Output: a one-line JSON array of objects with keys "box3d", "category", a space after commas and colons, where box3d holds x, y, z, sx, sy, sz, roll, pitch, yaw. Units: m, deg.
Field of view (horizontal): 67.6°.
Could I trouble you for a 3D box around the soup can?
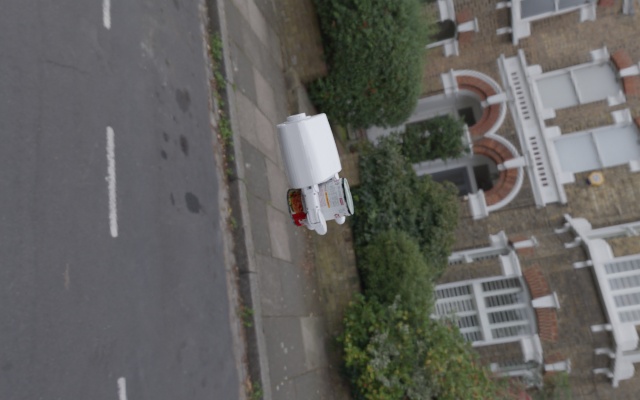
[{"box3d": [0.001, 0.003, 0.830, 0.102, 0.068, 0.068, -12, -2, 11], "category": "soup can"}]
